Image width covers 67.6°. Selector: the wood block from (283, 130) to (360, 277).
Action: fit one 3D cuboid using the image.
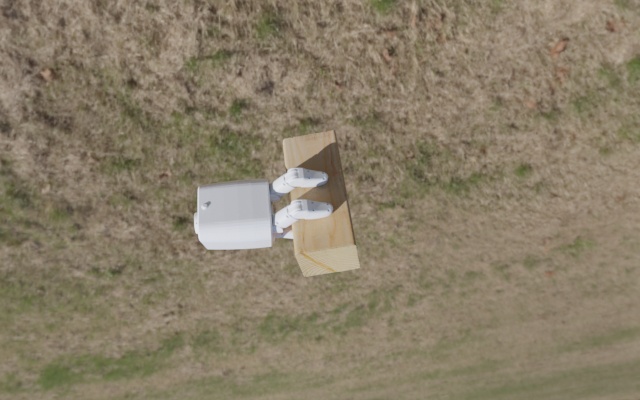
[{"bbox_3d":[0.000,0.003,0.752,0.090,0.206,0.091,-10,-30,3],"label":"wood block"}]
